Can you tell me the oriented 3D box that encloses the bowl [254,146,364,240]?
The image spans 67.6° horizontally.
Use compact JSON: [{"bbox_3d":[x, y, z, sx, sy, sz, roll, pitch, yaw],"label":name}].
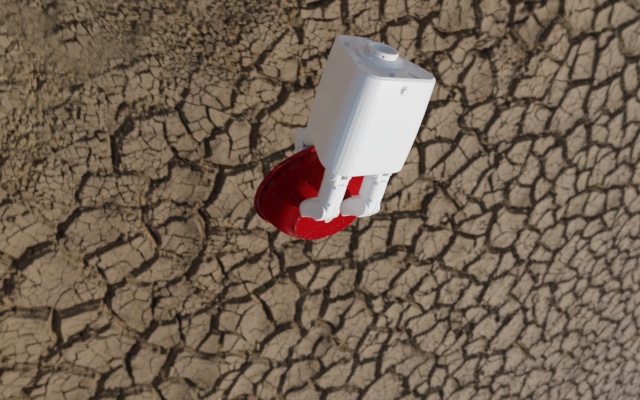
[{"bbox_3d":[0.000,0.003,0.610,0.162,0.055,0.162,-19,-31,-12],"label":"bowl"}]
